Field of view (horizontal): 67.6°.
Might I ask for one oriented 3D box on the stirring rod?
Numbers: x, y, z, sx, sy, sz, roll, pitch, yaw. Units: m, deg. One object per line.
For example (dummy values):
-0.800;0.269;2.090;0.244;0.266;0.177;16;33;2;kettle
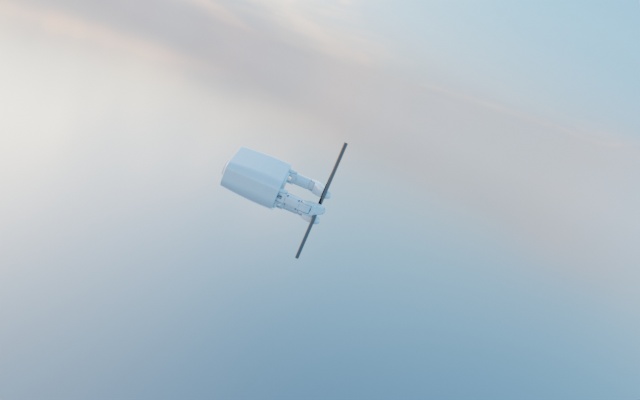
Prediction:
0.000;0.003;0.898;0.011;0.239;0.011;22;12;-5;stirring rod
